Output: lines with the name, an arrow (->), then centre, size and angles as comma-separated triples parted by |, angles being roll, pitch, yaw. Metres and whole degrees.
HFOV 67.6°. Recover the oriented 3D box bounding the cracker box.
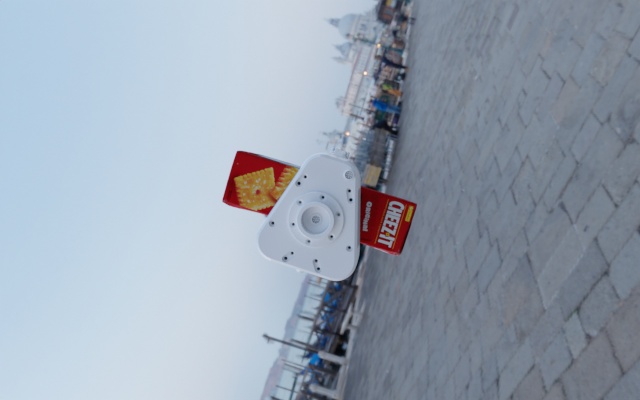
cracker box -> 0.000, 0.002, 0.615 | 0.213, 0.072, 0.164 | 17, 2, 2
